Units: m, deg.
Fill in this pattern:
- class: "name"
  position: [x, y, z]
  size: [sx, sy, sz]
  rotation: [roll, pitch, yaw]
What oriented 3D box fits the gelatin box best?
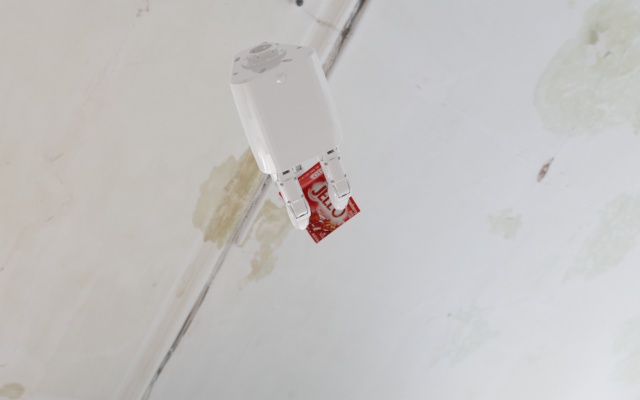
- class: "gelatin box"
  position: [0.000, 0.002, 0.604]
  size: [0.073, 0.089, 0.030]
  rotation: [-36, 40, -3]
